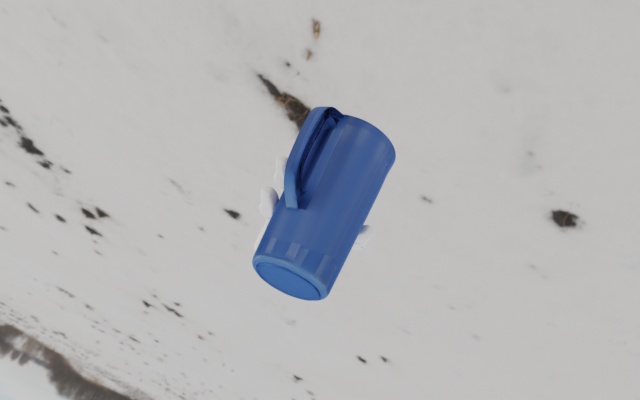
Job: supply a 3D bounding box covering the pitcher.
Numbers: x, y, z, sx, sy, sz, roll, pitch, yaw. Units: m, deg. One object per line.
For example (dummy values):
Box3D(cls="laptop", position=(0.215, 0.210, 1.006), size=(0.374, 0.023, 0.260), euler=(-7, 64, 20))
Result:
Box3D(cls="pitcher", position=(0.000, 0.002, 0.652), size=(0.149, 0.242, 0.145), euler=(30, -29, -8))
